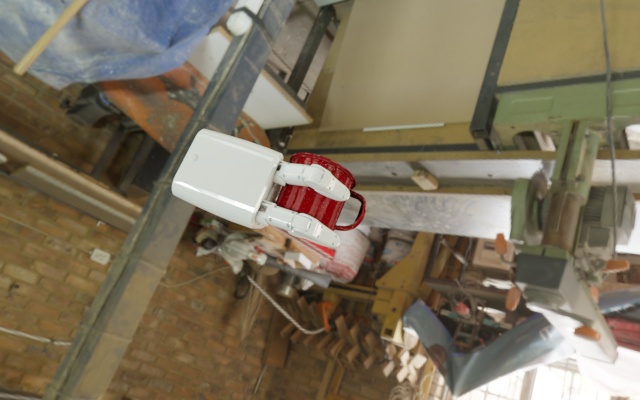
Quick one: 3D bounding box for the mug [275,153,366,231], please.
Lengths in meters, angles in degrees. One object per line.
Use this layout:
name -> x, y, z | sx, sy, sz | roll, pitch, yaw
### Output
mug -> 0.001, 0.003, 0.609 | 0.117, 0.081, 0.093 | 21, -19, 4
